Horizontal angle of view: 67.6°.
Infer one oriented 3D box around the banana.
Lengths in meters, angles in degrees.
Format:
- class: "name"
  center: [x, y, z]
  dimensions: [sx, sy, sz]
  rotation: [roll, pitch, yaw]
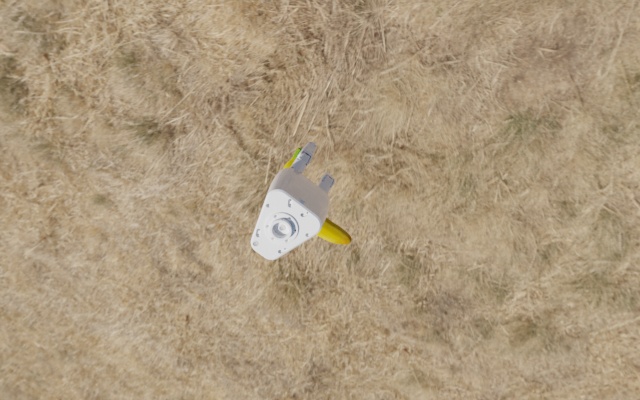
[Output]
- class: "banana"
  center: [-0.018, 0.008, 0.853]
  dimensions: [0.069, 0.198, 0.037]
  rotation: [-27, 13, 12]
